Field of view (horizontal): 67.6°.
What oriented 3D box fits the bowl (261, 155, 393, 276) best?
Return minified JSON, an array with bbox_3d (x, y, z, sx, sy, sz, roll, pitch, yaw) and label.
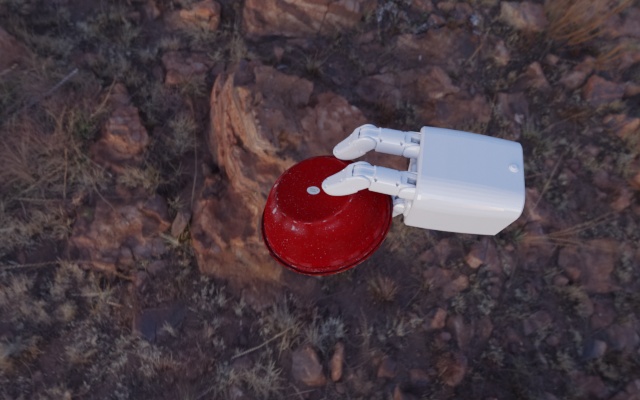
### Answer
[{"bbox_3d":[-0.001,0.002,0.549,0.162,0.162,0.055,0,-34,16],"label":"bowl"}]
